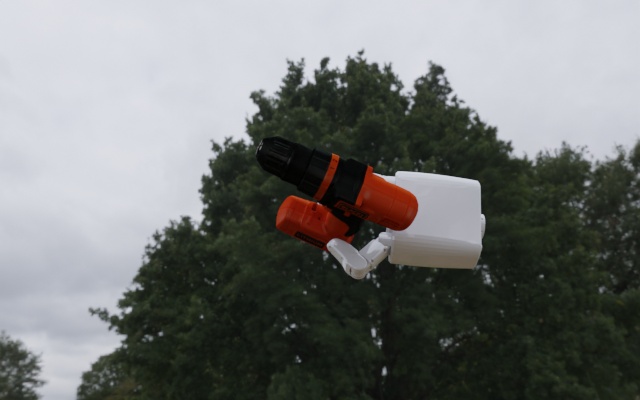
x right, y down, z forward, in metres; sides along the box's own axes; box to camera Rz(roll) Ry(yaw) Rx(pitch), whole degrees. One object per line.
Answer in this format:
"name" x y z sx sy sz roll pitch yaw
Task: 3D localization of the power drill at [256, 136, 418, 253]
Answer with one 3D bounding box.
"power drill" 0.000 0.002 0.571 0.184 0.057 0.188 25 -21 -7
